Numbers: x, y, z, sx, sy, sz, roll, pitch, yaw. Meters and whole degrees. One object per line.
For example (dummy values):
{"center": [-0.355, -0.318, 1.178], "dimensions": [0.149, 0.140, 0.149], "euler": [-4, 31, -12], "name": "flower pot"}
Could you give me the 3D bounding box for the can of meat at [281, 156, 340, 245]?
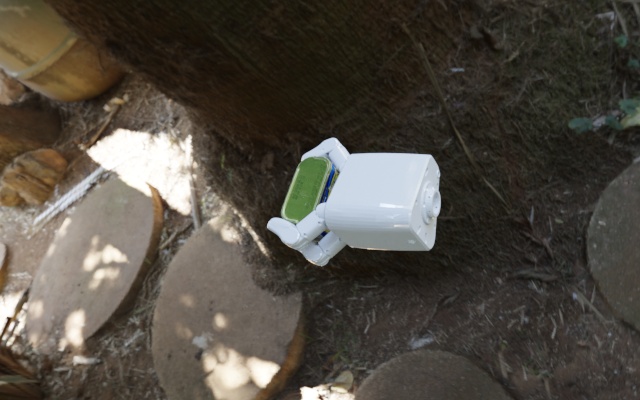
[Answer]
{"center": [0.000, 0.002, 0.639], "dimensions": [0.057, 0.102, 0.084], "euler": [7, -21, 33], "name": "can of meat"}
